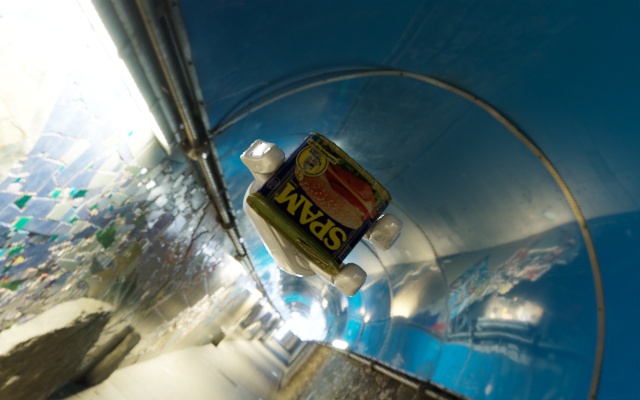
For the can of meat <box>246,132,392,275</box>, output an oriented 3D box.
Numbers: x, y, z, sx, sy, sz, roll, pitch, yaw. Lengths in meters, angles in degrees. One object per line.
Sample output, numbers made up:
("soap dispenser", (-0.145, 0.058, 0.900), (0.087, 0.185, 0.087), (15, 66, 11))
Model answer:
("can of meat", (0.000, 0.001, 0.426), (0.102, 0.084, 0.057), (42, -15, -4))
